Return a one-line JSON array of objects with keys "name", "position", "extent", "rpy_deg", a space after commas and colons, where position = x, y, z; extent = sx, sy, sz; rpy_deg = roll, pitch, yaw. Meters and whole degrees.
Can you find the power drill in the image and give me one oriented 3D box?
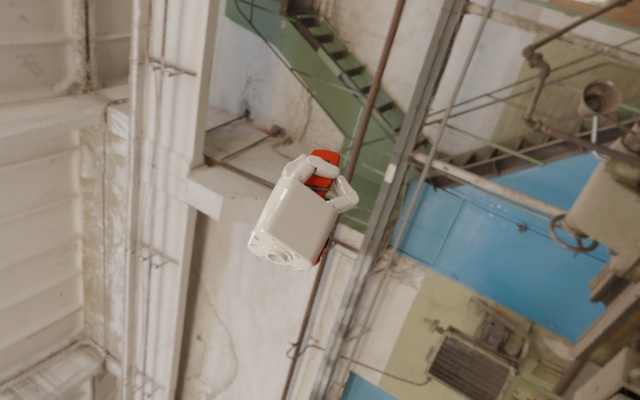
[{"name": "power drill", "position": [0.000, 0.003, 0.889], "extent": [0.057, 0.188, 0.184], "rpy_deg": [8, 37, 7]}]
